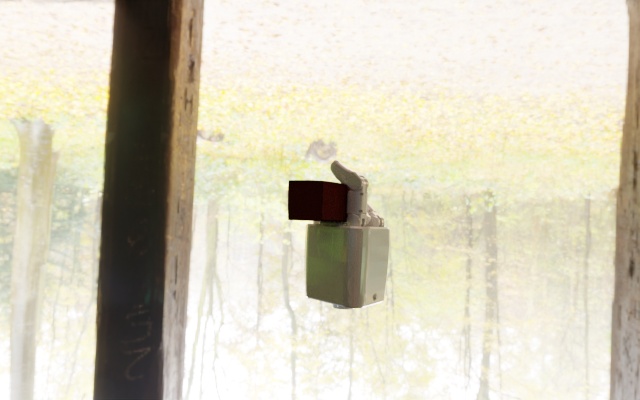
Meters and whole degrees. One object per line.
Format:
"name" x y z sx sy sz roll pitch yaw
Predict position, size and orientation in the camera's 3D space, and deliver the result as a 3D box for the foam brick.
"foam brick" 0.000 0.002 0.621 0.053 0.051 0.078 2 -2 32
